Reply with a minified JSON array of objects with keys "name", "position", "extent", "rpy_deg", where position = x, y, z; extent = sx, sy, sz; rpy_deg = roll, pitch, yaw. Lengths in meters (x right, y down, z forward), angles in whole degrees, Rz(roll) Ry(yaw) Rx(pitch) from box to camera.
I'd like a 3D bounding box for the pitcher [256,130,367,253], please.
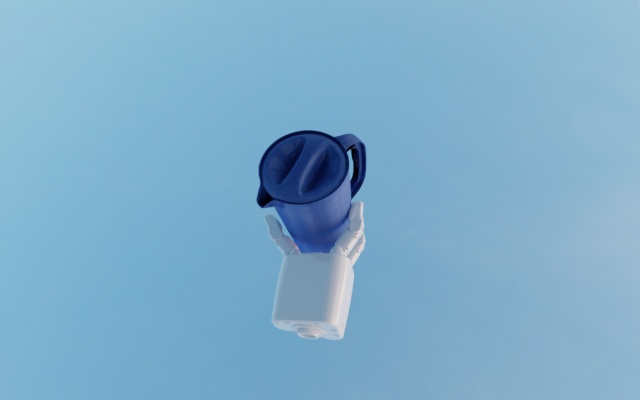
[{"name":"pitcher","position":[0.000,0.003,0.785],"extent":[0.149,0.145,0.243],"rpy_deg":[2,-30,11]}]
